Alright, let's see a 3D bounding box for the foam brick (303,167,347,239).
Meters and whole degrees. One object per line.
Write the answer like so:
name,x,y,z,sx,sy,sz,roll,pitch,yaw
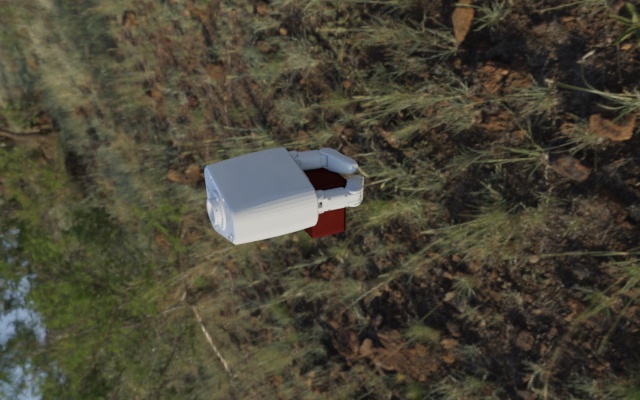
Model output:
foam brick,0.000,0.002,0.634,0.051,0.078,0.053,-14,31,-24
